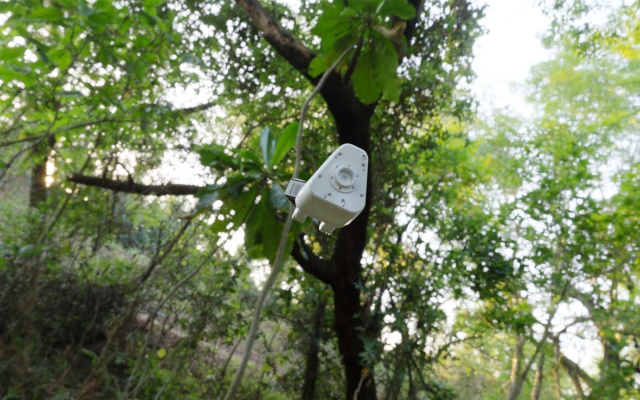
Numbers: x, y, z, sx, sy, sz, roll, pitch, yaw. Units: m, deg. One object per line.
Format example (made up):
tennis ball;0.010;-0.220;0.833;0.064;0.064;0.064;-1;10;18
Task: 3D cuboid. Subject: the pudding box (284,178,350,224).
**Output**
pudding box;0.000;0.003;0.892;0.113;0.039;0.090;17;-16;21
